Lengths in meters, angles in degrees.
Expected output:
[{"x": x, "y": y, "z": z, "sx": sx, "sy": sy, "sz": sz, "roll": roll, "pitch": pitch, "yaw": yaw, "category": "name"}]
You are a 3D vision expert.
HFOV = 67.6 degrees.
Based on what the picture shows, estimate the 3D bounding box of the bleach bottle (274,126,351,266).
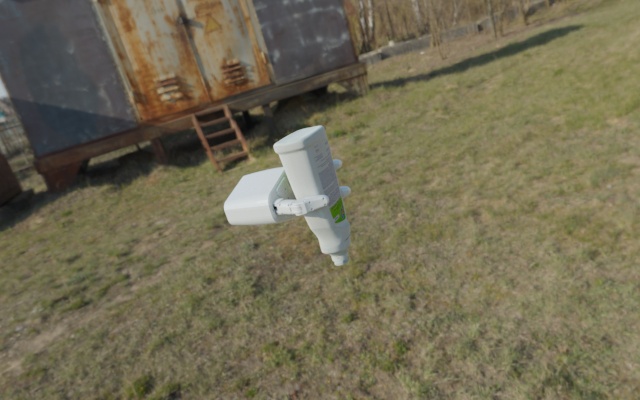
[{"x": 0.000, "y": 0.003, "z": 0.838, "sx": 0.068, "sy": 0.251, "sz": 0.102, "roll": -6, "pitch": 21, "yaw": 31, "category": "bleach bottle"}]
